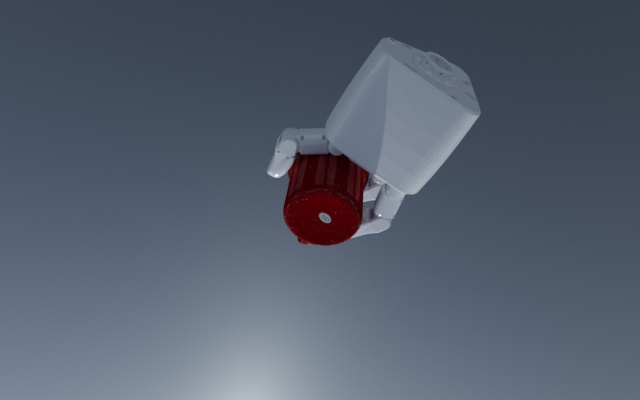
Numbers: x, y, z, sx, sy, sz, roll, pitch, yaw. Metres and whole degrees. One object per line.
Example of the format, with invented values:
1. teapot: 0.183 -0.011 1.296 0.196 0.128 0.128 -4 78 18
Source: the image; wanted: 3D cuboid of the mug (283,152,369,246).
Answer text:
1. mug: -0.001 0.003 0.520 0.093 0.117 0.081 23 38 -12
